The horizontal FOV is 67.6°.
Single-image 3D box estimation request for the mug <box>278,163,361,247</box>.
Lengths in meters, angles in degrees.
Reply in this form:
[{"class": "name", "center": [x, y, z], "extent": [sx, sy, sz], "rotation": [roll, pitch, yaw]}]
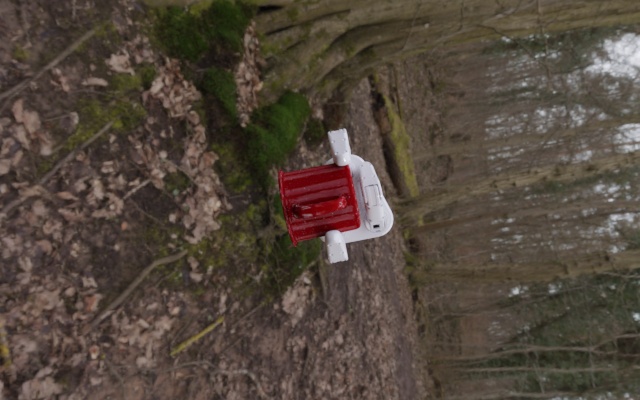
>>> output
[{"class": "mug", "center": [0.000, 0.002, 0.548], "extent": [0.081, 0.093, 0.117], "rotation": [-12, 4, 3]}]
